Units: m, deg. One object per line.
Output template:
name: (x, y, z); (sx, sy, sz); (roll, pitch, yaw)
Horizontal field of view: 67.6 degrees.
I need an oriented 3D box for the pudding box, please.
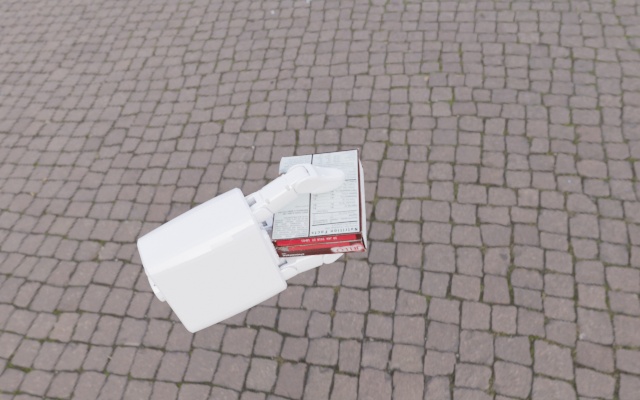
pudding box: (0.000, 0.002, 0.491); (0.090, 0.113, 0.039); (-5, -36, 9)
